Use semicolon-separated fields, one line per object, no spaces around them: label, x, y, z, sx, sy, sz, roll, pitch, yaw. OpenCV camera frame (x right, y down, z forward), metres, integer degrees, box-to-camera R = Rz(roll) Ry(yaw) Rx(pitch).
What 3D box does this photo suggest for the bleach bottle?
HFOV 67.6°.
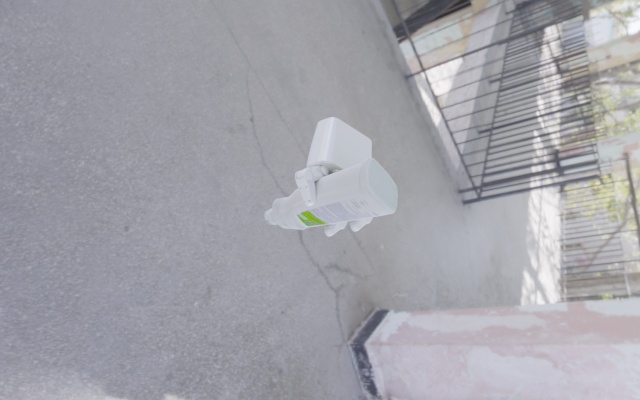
bleach bottle;0.000;0.003;0.822;0.251;0.068;0.103;-14;-39;34
